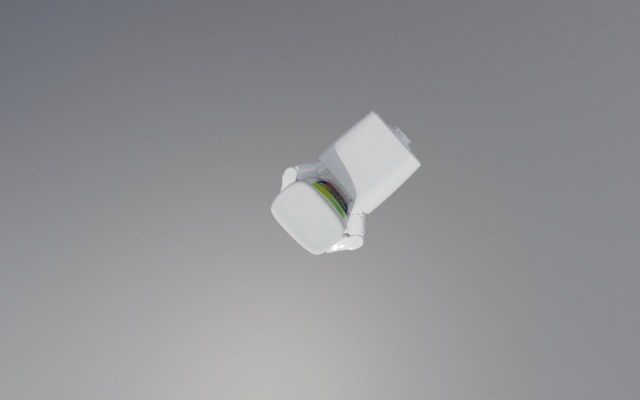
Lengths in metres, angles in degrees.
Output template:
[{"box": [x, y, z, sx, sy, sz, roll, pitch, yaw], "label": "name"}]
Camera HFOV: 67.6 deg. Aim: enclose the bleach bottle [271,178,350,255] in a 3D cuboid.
[{"box": [0.000, 0.003, 0.738, 0.068, 0.102, 0.250, -42, 3, 13], "label": "bleach bottle"}]
